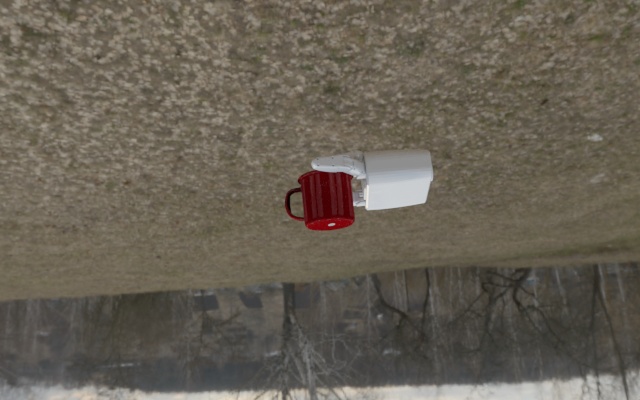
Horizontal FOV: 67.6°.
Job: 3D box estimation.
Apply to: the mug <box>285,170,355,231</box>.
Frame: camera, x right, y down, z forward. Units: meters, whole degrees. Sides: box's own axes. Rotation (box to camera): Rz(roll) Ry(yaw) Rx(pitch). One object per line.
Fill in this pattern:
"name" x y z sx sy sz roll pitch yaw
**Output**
"mug" -0.001 0.003 0.775 0.117 0.081 0.093 -6 -16 1
